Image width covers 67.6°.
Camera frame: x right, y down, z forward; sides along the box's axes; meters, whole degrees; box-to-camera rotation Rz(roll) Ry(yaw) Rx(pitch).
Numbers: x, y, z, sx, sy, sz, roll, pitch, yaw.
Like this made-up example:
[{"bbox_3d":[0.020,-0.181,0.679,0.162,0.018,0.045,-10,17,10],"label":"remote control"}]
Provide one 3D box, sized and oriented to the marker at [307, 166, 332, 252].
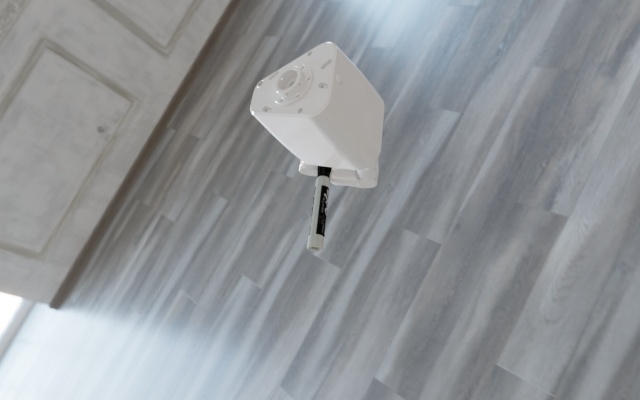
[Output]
[{"bbox_3d":[0.000,0.002,0.575,0.020,0.121,0.020,6,-25,3],"label":"marker"}]
